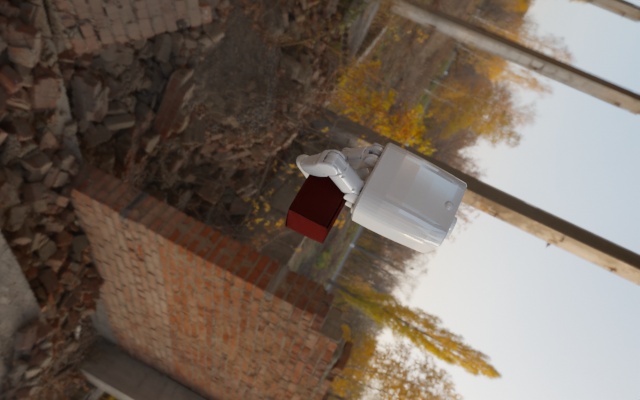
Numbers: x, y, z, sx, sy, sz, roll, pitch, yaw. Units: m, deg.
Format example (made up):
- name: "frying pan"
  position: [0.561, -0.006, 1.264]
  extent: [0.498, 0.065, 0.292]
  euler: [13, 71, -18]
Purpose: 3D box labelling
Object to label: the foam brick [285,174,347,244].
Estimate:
- name: "foam brick"
  position: [0.000, 0.002, 0.568]
  extent: [0.051, 0.078, 0.053]
  euler: [28, -24, 5]
